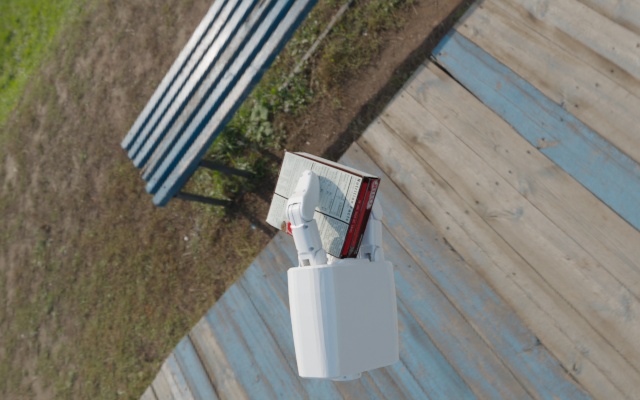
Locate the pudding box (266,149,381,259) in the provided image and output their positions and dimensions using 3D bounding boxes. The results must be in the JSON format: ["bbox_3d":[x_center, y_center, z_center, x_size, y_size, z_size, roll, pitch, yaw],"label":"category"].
[{"bbox_3d":[0.000,0.002,0.514,0.113,0.090,0.039,22,10,33],"label":"pudding box"}]
